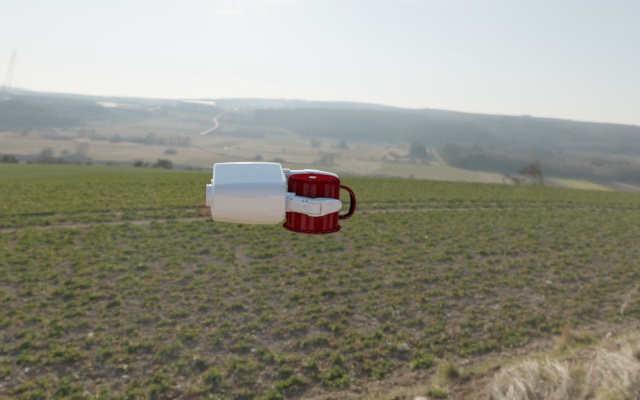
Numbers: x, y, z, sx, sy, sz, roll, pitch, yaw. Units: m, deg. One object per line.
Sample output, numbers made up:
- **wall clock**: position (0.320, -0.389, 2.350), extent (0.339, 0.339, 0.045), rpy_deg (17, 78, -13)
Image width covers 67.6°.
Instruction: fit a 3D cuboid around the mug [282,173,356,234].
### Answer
- **mug**: position (0.002, 0.002, 0.750), extent (0.117, 0.081, 0.093), rpy_deg (1, 11, -13)
